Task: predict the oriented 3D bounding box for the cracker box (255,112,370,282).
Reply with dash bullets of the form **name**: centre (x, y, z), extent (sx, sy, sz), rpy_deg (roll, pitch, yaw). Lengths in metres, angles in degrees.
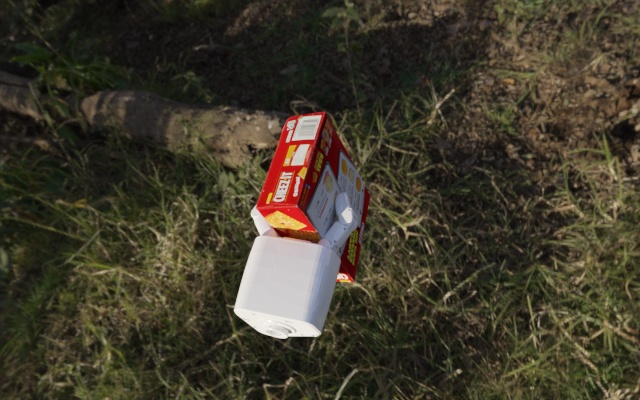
- **cracker box**: centre (0.000, 0.002, 0.712), extent (0.072, 0.164, 0.214), rpy_deg (-2, -35, 25)
